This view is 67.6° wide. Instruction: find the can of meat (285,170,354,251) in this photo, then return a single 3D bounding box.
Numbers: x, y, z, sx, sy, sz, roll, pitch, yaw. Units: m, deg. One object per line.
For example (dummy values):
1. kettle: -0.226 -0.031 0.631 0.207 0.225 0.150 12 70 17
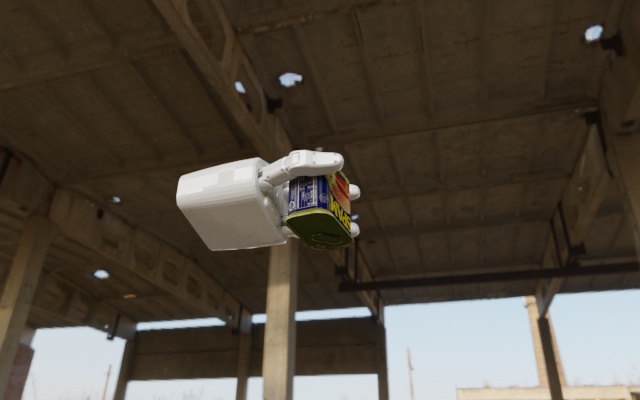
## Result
1. can of meat: 0.000 0.002 0.569 0.057 0.084 0.102 -12 -31 19
